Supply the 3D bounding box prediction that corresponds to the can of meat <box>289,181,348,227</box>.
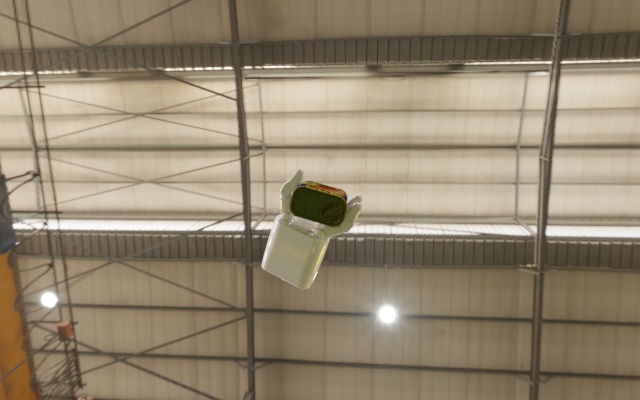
[{"bbox_3d":[0.000,0.003,0.885,0.102,0.057,0.084,16,13,2],"label":"can of meat"}]
